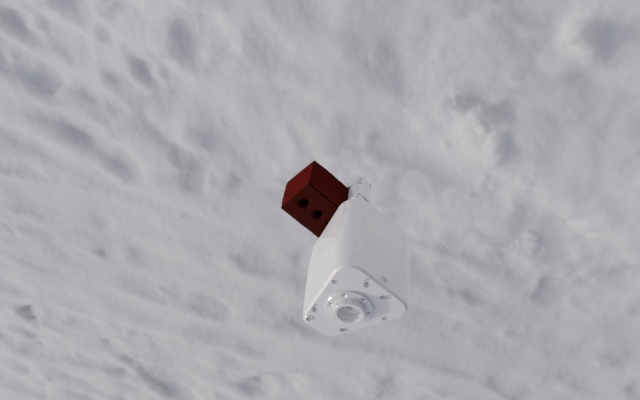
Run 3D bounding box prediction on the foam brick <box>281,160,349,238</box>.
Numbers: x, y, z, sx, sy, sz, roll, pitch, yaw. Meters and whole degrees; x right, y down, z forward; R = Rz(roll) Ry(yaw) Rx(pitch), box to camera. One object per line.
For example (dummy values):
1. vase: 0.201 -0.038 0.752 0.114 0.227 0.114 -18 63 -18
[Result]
1. foam brick: 0.000 0.002 0.575 0.078 0.051 0.053 39 -56 -19
